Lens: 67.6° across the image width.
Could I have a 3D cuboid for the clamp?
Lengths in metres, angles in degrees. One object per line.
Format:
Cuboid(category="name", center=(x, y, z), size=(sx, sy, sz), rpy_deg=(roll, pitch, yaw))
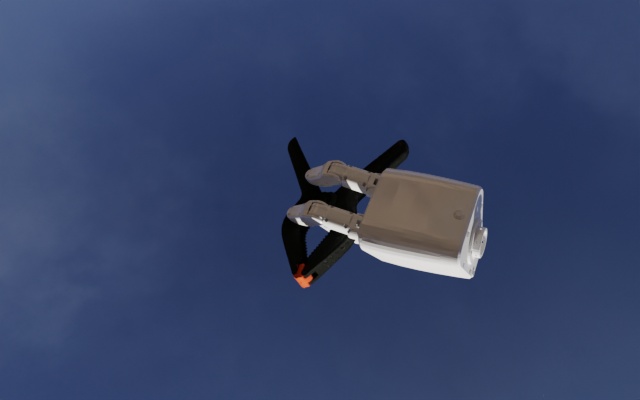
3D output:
Cuboid(category="clamp", center=(0.000, 0.003, 0.582), size=(0.164, 0.210, 0.036), rpy_deg=(11, -28, 29))
